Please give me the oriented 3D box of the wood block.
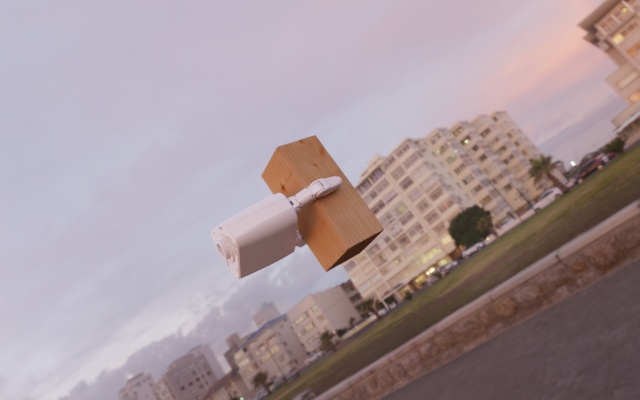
[{"bbox_3d":[0.000,0.003,0.812,0.090,0.206,0.091,-23,-19,-38],"label":"wood block"}]
